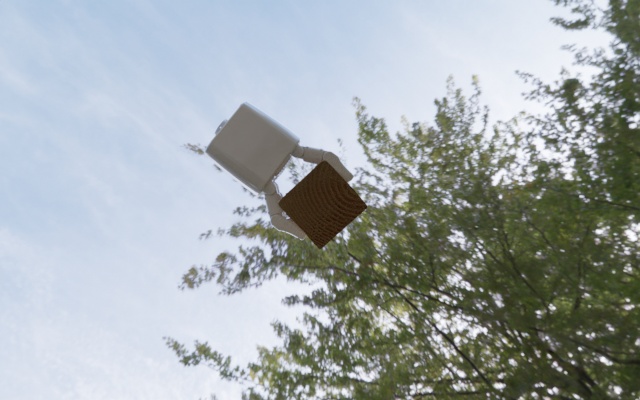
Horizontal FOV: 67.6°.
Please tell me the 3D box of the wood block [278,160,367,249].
[{"bbox_3d":[0.000,0.002,0.743,0.091,0.090,0.206,-43,3,1],"label":"wood block"}]
